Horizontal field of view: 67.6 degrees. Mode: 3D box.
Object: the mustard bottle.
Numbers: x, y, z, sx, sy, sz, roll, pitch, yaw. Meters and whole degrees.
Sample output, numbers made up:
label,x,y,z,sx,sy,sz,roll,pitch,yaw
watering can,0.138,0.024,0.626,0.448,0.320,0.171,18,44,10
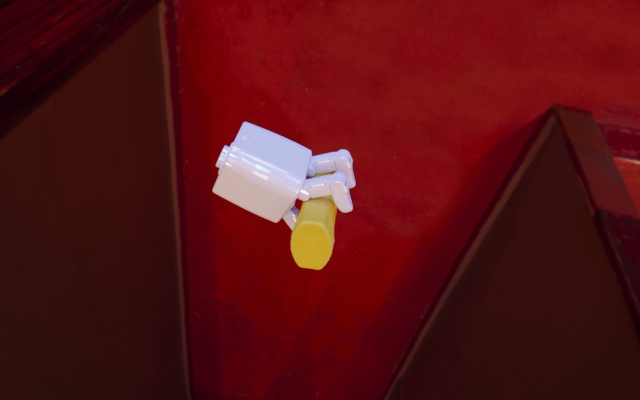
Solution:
label,x,y,z,sx,sy,sz,roll,pitch,yaw
mustard bottle,0.000,0.003,0.708,0.058,0.096,0.191,6,41,5
